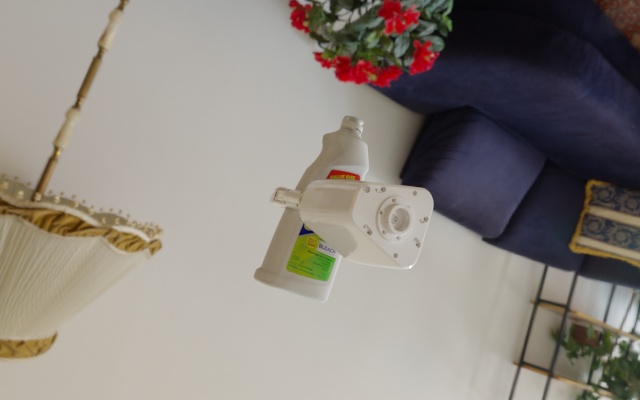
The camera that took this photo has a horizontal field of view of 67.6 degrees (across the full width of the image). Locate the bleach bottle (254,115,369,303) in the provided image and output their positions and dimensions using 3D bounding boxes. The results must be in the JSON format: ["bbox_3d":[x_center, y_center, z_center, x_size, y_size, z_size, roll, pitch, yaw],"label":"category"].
[{"bbox_3d":[0.000,0.002,0.642,0.102,0.251,0.068,23,-10,-27],"label":"bleach bottle"}]
